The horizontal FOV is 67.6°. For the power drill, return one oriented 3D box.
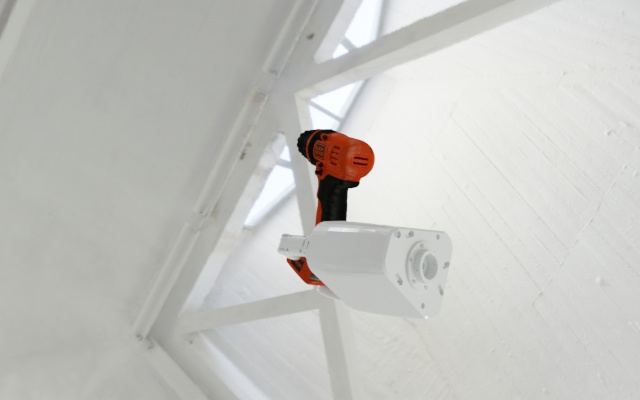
[{"bbox_3d":[0.000,0.003,0.614,0.057,0.188,0.184,4,11,-20],"label":"power drill"}]
